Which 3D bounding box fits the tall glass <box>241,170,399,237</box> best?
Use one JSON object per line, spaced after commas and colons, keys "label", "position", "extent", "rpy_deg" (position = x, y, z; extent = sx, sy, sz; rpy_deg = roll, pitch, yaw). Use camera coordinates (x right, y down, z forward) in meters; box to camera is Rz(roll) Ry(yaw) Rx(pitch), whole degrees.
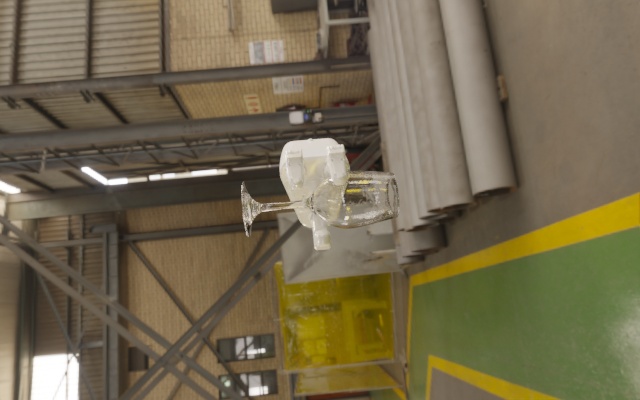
{"label": "tall glass", "position": [-0.001, 0.002, 0.637], "extent": [0.201, 0.079, 0.079], "rpy_deg": [-5, 0, -2]}
